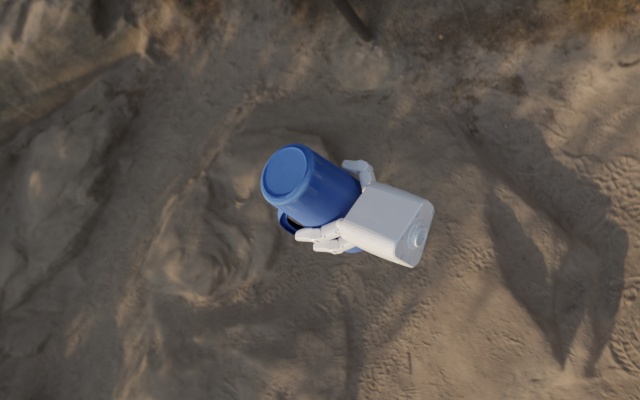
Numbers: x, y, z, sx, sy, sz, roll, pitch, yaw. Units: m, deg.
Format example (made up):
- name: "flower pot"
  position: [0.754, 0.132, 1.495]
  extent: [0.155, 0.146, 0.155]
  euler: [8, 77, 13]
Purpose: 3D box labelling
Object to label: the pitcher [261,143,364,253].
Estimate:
- name: "pitcher"
  position: [0.000, 0.003, 0.845]
  extent: [0.145, 0.149, 0.243]
  euler: [22, -7, 40]
